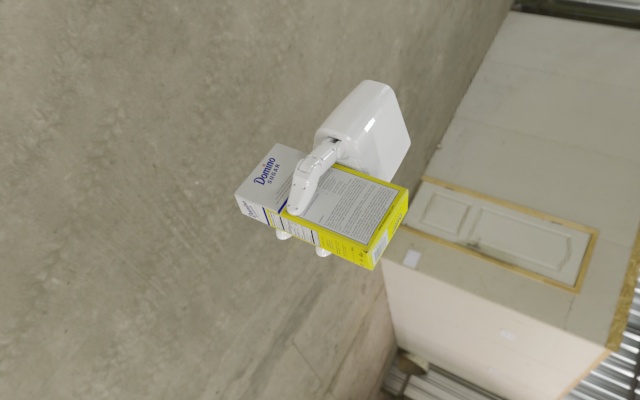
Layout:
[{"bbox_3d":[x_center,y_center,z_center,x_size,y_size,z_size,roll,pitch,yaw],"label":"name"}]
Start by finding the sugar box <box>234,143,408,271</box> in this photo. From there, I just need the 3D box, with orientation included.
[{"bbox_3d":[0.000,0.002,0.545,0.176,0.093,0.048,21,-32,26],"label":"sugar box"}]
